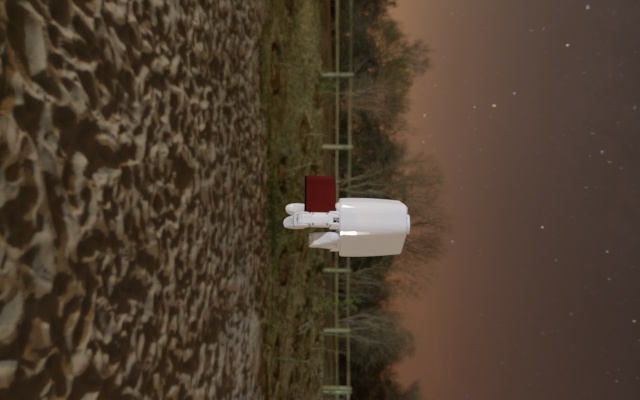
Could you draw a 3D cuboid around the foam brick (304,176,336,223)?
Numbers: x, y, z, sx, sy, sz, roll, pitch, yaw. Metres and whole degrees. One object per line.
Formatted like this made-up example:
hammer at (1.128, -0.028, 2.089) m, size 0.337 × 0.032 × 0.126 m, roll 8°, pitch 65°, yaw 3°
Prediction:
foam brick at (0.000, 0.002, 0.790) m, size 0.051 × 0.078 × 0.053 m, roll 0°, pitch -12°, yaw 2°
